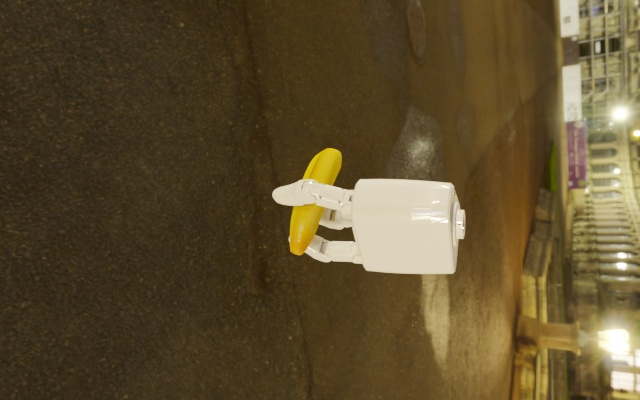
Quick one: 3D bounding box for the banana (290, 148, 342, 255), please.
[{"bbox_3d":[-0.001,-0.015,0.609,0.037,0.070,0.197,4,34,15],"label":"banana"}]
